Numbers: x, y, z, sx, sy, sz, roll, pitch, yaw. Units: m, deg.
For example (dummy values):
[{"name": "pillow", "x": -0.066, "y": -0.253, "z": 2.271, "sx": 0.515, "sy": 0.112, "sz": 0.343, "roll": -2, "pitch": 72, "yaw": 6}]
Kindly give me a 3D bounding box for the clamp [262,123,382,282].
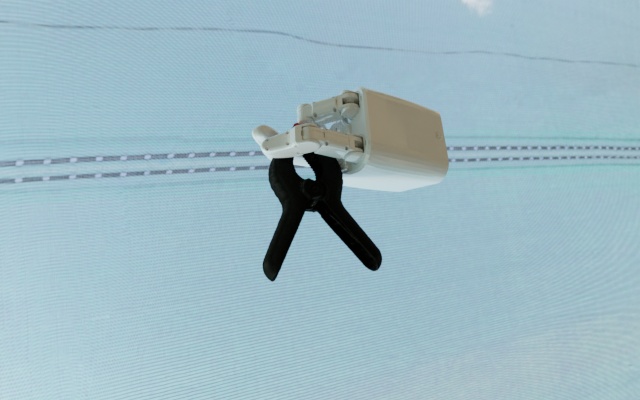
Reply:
[{"name": "clamp", "x": 0.000, "y": 0.002, "z": 0.485, "sx": 0.120, "sy": 0.171, "sz": 0.039, "roll": 9, "pitch": -27, "yaw": -24}]
